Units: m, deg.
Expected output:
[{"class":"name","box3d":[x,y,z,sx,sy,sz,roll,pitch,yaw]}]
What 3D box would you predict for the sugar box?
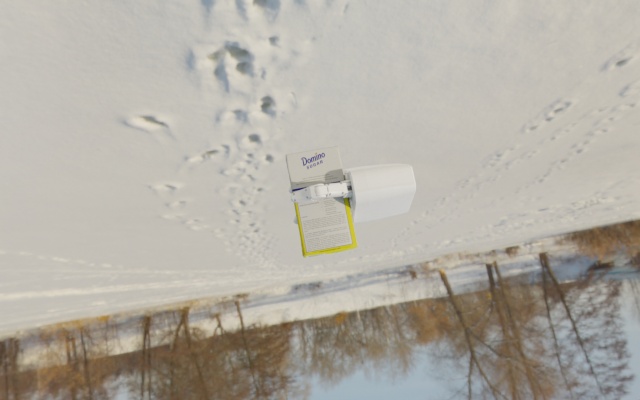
[{"class":"sugar box","box3d":[0.000,0.003,0.812,0.093,0.176,0.048,-9,-10,-4]}]
